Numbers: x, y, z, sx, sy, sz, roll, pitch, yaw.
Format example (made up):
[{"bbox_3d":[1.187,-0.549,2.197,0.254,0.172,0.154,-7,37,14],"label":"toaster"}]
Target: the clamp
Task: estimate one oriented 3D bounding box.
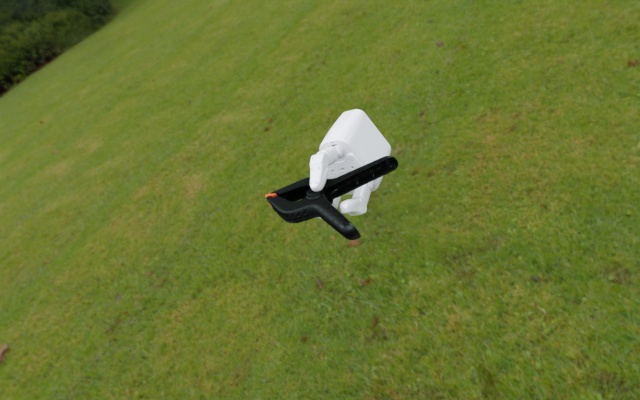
[{"bbox_3d":[-0.001,0.002,0.706,0.210,0.036,0.164,-8,35,31],"label":"clamp"}]
